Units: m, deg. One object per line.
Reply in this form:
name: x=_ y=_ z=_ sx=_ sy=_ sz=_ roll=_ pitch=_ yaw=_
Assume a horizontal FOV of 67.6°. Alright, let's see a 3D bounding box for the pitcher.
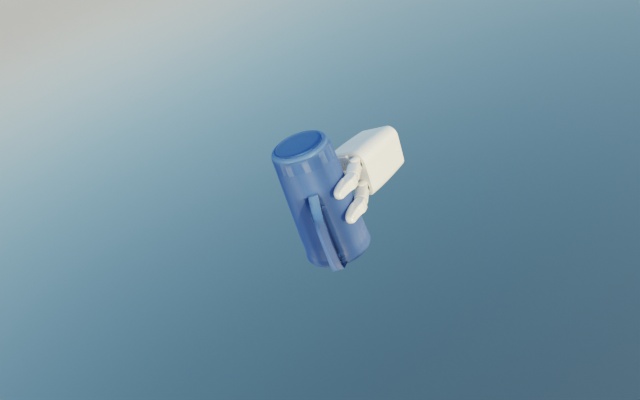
pitcher: x=0.000 y=0.003 z=0.882 sx=0.149 sy=0.243 sz=0.145 roll=17 pitch=48 yaw=45
